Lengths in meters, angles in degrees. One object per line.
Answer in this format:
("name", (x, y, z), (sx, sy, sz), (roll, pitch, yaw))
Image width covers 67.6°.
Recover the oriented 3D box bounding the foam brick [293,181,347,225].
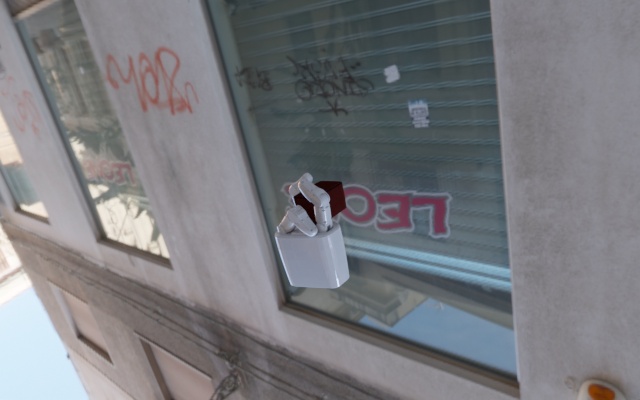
("foam brick", (0.000, 0.003, 0.847), (0.053, 0.051, 0.078), (6, 28, 43))
